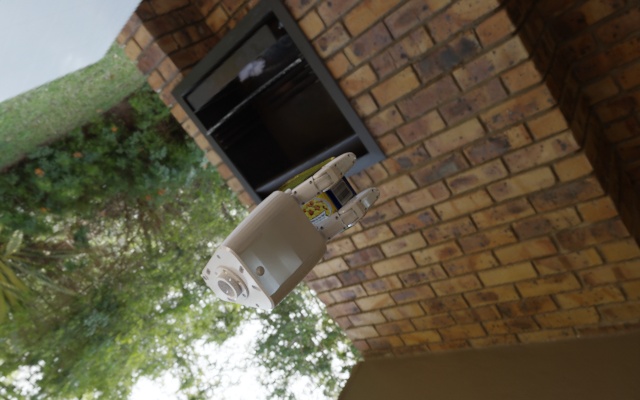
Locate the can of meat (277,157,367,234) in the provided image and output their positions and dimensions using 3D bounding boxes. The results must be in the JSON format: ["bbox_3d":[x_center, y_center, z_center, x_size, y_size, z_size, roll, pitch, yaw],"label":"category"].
[{"bbox_3d":[0.000,0.002,0.631,0.102,0.084,0.057,-23,17,44],"label":"can of meat"}]
